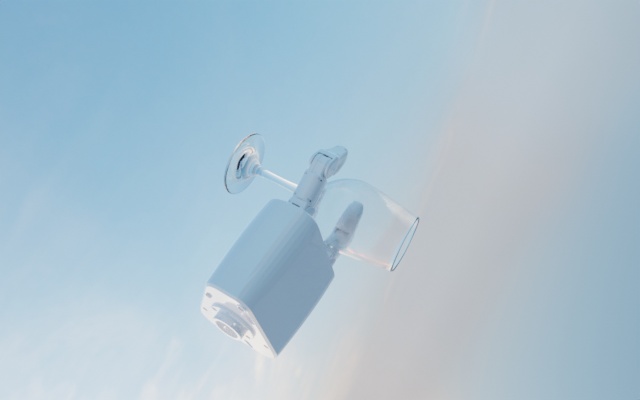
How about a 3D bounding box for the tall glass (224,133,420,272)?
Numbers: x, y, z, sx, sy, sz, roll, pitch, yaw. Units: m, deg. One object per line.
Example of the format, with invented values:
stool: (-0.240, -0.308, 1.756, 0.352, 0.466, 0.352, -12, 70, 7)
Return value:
tall glass: (0.000, 0.001, 0.506, 0.201, 0.079, 0.079, 26, 8, 17)
